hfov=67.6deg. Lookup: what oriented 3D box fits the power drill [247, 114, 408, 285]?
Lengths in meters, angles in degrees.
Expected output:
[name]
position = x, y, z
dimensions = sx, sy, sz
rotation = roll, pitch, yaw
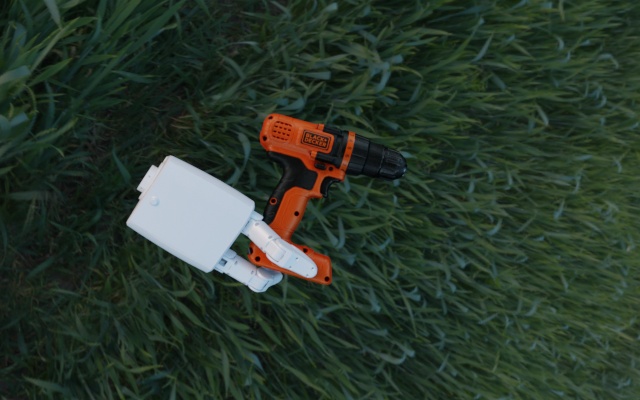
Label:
[power drill]
position = 0.000, 0.002, 0.580
dimensions = 0.184, 0.187, 0.057
rotation = 15, -7, -3
